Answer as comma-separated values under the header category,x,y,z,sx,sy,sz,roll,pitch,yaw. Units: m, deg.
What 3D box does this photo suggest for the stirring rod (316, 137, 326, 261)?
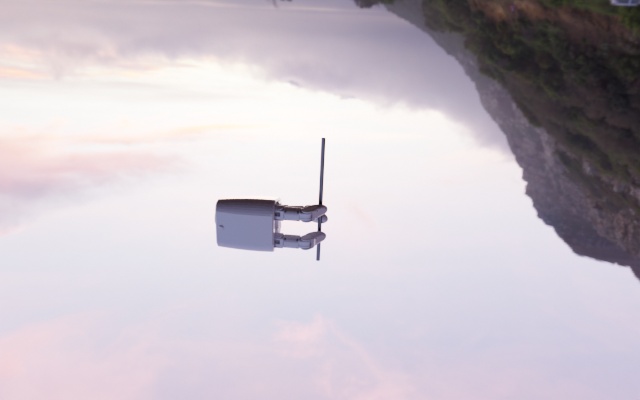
category,x,y,z,sx,sy,sz,roll,pitch,yaw
stirring rod,0.000,0.003,0.877,0.011,0.240,0.011,2,22,-1
